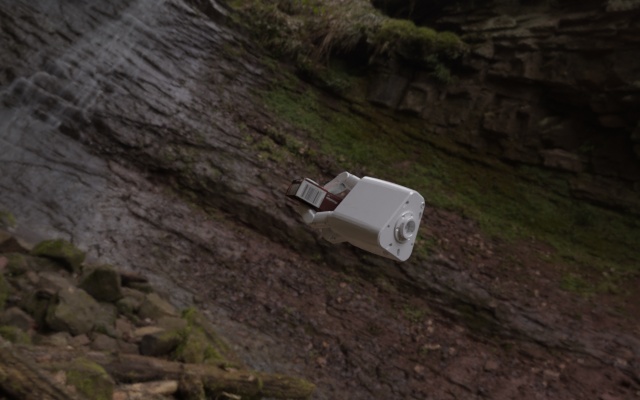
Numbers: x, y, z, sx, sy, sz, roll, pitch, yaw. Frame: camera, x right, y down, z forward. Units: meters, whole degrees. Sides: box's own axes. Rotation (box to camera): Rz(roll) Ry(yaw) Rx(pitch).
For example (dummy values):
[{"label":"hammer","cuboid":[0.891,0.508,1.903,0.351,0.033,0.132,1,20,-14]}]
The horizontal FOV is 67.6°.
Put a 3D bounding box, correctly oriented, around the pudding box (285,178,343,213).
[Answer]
[{"label":"pudding box","cuboid":[0.000,0.003,0.853,0.113,0.039,0.090,31,-8,-14]}]
